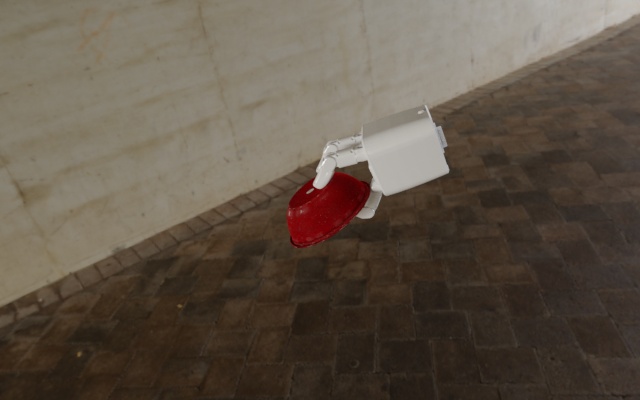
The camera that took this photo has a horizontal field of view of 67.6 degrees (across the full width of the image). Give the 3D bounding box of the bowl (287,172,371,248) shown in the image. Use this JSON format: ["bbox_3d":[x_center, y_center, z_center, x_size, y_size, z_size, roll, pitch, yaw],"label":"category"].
[{"bbox_3d":[-0.001,0.003,0.777,0.162,0.055,0.162,-34,20,14],"label":"bowl"}]
